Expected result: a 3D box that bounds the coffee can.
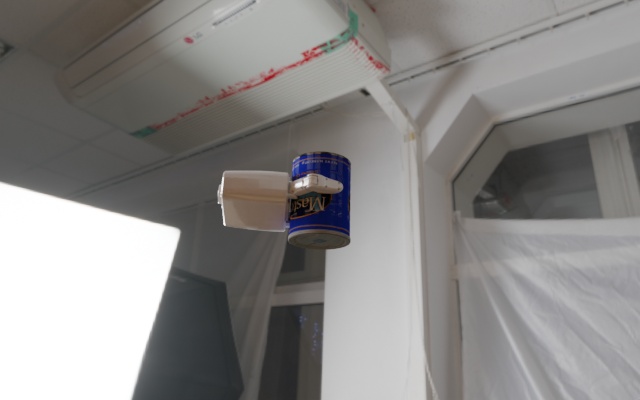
[{"bbox_3d":[0.000,0.003,0.804,0.103,0.140,0.103,2,-20,1],"label":"coffee can"}]
